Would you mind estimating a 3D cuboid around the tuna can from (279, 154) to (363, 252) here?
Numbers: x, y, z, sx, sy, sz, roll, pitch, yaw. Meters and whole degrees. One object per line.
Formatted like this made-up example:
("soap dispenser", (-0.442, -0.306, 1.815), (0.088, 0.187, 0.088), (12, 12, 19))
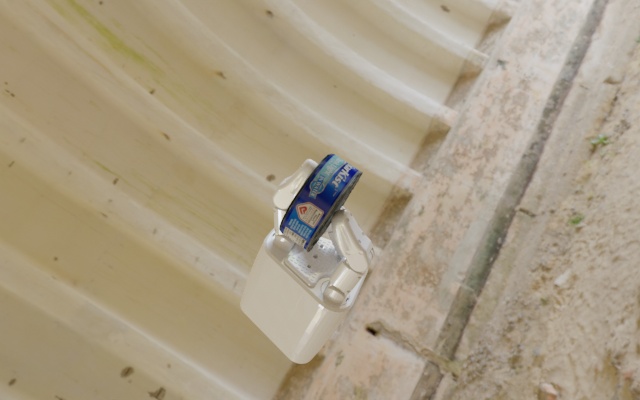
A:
("tuna can", (0.000, 0.001, 0.424), (0.034, 0.086, 0.086), (34, 3, 5))
